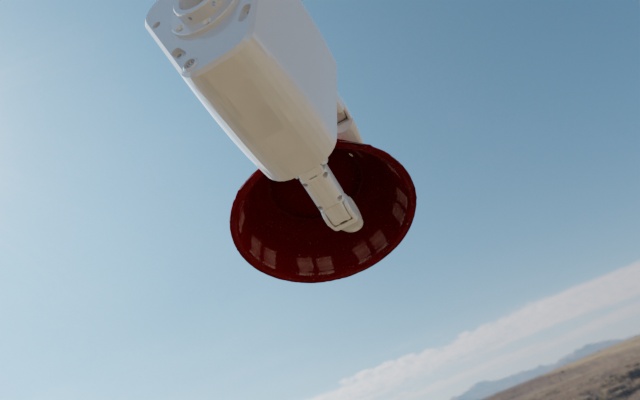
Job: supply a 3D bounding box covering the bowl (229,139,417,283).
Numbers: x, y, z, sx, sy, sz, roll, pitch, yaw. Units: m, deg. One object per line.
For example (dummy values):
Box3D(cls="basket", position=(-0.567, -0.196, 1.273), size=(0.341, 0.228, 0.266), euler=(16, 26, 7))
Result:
Box3D(cls="bowl", position=(0.000, 0.002, 0.428), size=(0.162, 0.162, 0.055), euler=(0, 40, -12))
